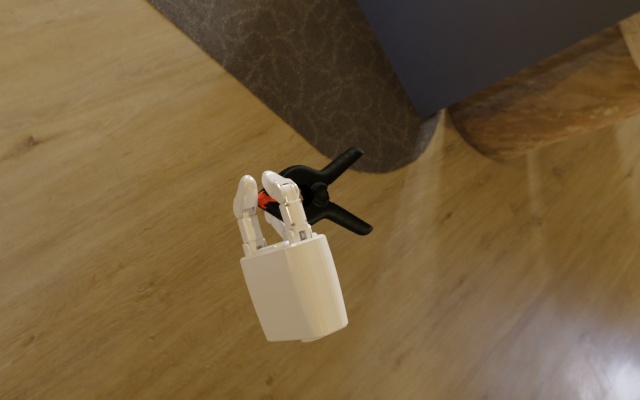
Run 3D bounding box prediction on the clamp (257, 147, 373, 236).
[{"bbox_3d":[0.000,0.002,0.615,0.171,0.120,0.039,-16,-3,-31],"label":"clamp"}]
